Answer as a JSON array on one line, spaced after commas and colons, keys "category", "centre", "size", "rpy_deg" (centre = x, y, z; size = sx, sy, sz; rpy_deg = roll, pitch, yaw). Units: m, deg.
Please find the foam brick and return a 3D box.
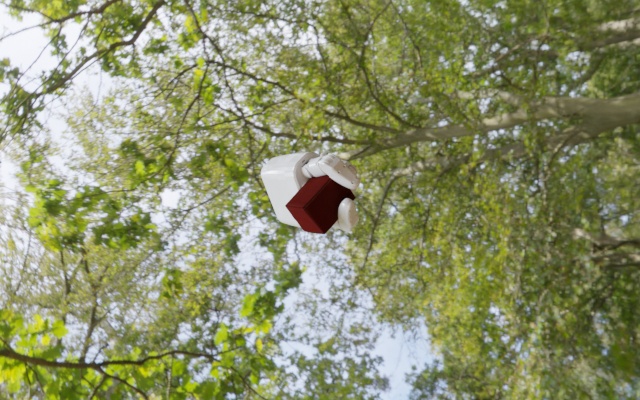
[{"category": "foam brick", "centre": [0.000, 0.002, 0.673], "size": [0.078, 0.053, 0.051], "rpy_deg": [-48, 28, -25]}]
